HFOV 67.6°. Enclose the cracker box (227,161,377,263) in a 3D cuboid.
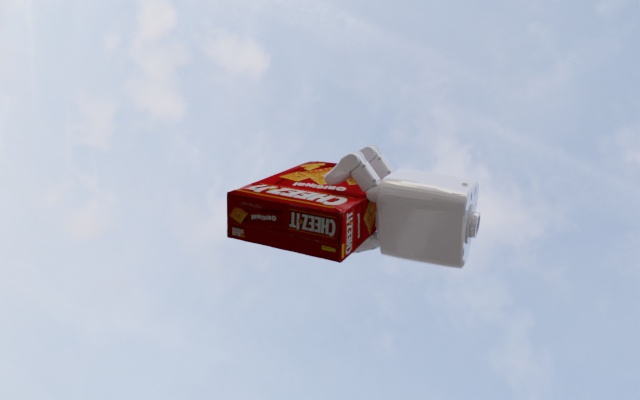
[{"bbox_3d":[0.000,0.002,0.658,0.164,0.072,0.213,9,18,26],"label":"cracker box"}]
